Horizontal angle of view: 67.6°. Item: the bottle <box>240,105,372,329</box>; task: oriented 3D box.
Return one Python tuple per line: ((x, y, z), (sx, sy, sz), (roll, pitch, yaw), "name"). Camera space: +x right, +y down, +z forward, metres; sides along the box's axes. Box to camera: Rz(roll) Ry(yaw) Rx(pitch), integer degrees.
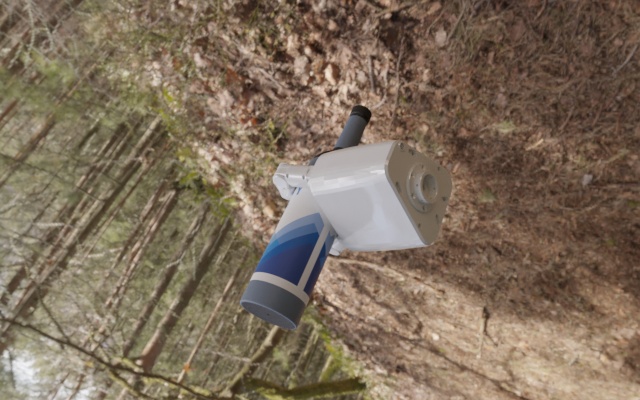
((0.000, 0.002, 0.568), (0.069, 0.295, 0.069), (20, -27, 10), "bottle")
